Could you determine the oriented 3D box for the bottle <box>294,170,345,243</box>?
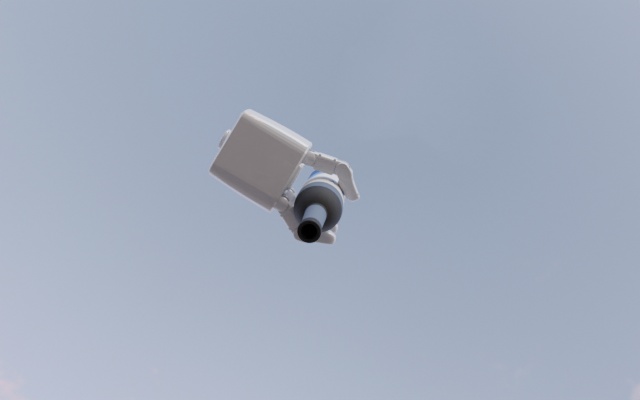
[{"bbox_3d":[0.000,0.002,0.678,0.069,0.069,0.295,0,13,5],"label":"bottle"}]
